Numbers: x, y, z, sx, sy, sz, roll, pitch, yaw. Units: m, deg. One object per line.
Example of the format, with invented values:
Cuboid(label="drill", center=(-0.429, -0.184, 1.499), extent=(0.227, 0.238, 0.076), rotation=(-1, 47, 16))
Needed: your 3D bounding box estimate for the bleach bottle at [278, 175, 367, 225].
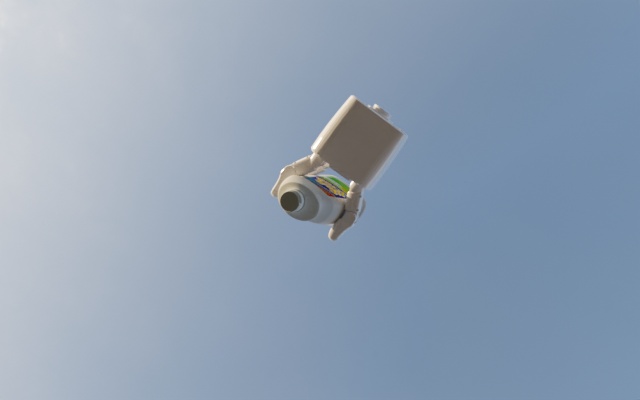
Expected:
Cuboid(label="bleach bottle", center=(0.000, 0.002, 0.768), extent=(0.102, 0.068, 0.251), rotation=(39, 12, 12))
